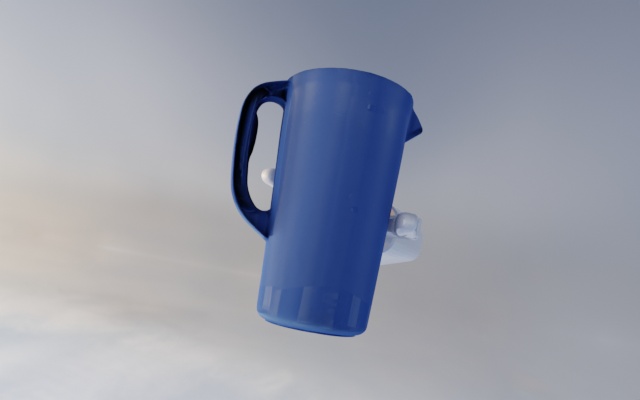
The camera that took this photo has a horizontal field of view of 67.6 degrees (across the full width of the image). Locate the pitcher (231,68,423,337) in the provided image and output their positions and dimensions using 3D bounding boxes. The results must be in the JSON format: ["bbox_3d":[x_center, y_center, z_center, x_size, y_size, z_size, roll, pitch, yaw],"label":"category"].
[{"bbox_3d":[0.000,0.002,0.474,0.149,0.242,0.145,5,-11,31],"label":"pitcher"}]
